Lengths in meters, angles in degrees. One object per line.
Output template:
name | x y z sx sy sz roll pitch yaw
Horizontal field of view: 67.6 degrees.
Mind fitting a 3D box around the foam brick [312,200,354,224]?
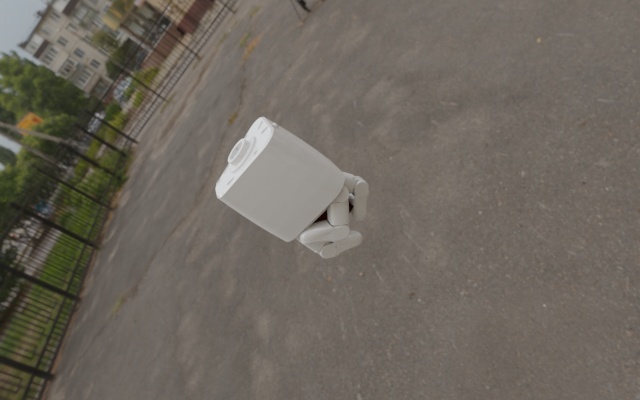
foam brick | 0.000 0.002 0.642 0.051 0.053 0.078 31 10 -25
